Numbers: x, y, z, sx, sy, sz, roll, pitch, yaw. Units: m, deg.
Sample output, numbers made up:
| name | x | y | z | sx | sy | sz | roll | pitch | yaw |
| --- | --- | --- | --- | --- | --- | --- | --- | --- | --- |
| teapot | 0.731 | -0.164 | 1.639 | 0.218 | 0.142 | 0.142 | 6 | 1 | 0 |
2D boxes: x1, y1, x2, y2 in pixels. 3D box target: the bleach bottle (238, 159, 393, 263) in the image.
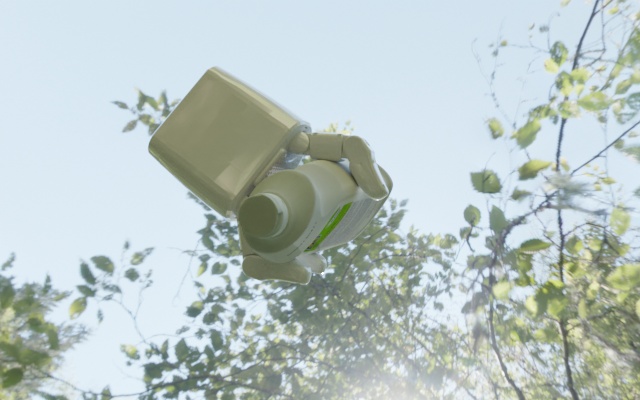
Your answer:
| name | x | y | z | sx | sy | sz | roll | pitch | yaw |
| --- | --- | --- | --- | --- | --- | --- | --- | --- | --- |
| bleach bottle | 0.000 | 0.002 | 0.432 | 0.068 | 0.102 | 0.251 | 37 | 11 | 13 |
